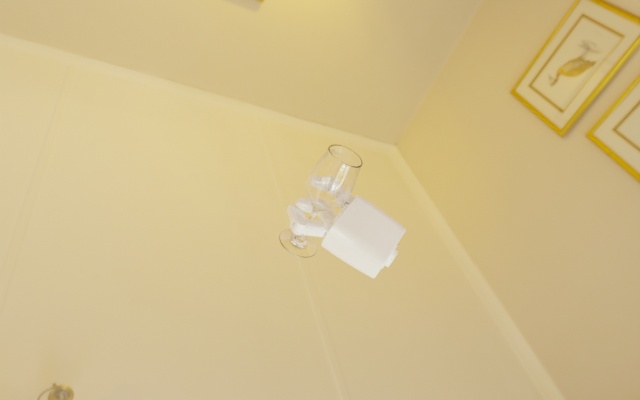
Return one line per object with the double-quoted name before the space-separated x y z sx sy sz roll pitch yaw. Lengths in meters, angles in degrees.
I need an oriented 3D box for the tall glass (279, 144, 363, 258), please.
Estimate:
"tall glass" 0.000 0.003 0.820 0.079 0.201 0.079 20 32 -13
